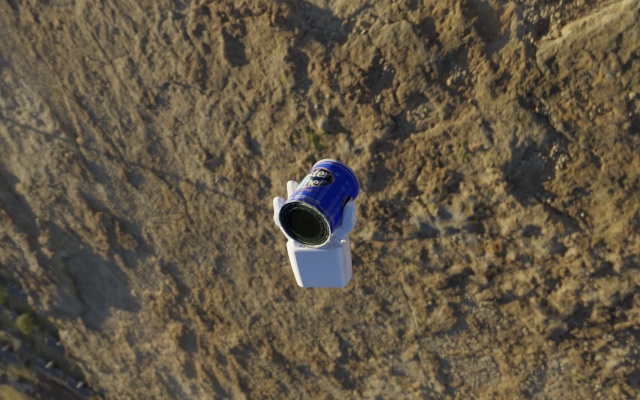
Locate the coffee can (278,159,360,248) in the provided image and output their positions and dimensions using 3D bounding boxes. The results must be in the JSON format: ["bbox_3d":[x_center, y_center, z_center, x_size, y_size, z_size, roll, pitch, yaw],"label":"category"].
[{"bbox_3d":[0.000,0.003,0.877,0.103,0.103,0.140,0,35,30],"label":"coffee can"}]
